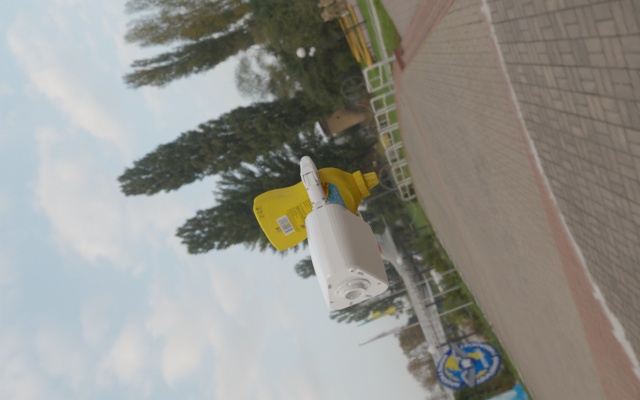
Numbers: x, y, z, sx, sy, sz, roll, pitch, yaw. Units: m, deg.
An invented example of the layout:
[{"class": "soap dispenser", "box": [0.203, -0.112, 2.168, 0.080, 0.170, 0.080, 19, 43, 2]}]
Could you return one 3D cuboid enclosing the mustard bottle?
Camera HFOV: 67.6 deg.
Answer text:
[{"class": "mustard bottle", "box": [0.000, 0.002, 0.741, 0.191, 0.096, 0.058, -23, 27, 8]}]
